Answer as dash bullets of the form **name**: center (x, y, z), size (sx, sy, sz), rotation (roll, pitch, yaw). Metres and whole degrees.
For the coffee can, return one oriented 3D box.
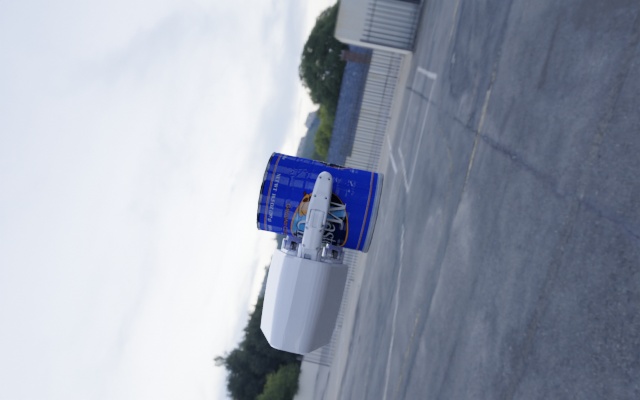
- **coffee can**: center (0.000, 0.002, 0.603), size (0.140, 0.103, 0.103), rotation (12, 0, 3)
